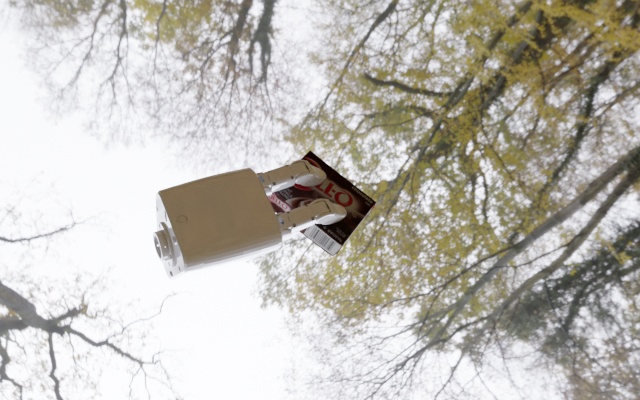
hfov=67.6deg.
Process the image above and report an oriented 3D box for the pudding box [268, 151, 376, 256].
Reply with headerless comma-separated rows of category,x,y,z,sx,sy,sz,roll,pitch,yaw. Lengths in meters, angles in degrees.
pudding box,0.000,0.002,0.598,0.090,0.113,0.039,-48,-4,-38
